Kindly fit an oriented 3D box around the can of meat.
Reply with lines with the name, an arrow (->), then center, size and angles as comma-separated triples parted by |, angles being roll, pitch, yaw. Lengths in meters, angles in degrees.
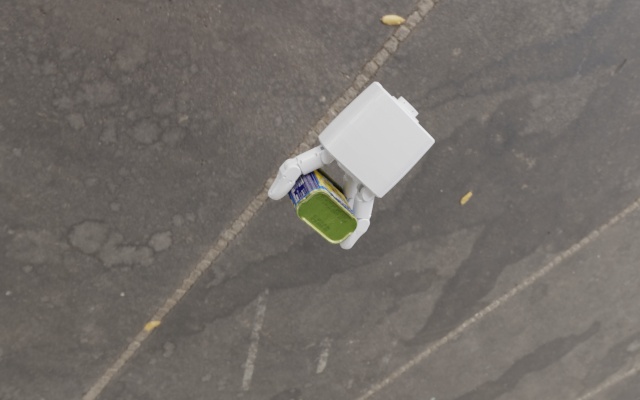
can of meat -> 0.000, 0.002, 0.665 | 0.102, 0.057, 0.084 | 41, 13, -34
